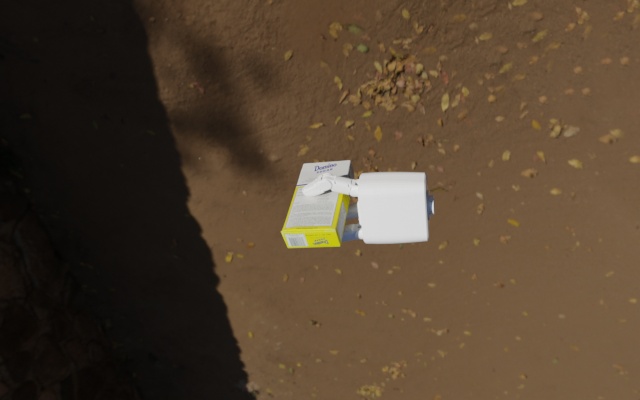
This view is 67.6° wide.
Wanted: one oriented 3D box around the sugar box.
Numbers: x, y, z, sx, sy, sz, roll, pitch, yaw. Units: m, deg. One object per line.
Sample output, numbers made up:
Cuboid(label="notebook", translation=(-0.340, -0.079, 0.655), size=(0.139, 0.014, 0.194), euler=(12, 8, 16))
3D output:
Cuboid(label="sugar box", translation=(0.000, 0.003, 0.815), size=(0.093, 0.048, 0.176), euler=(-3, 39, 17))
